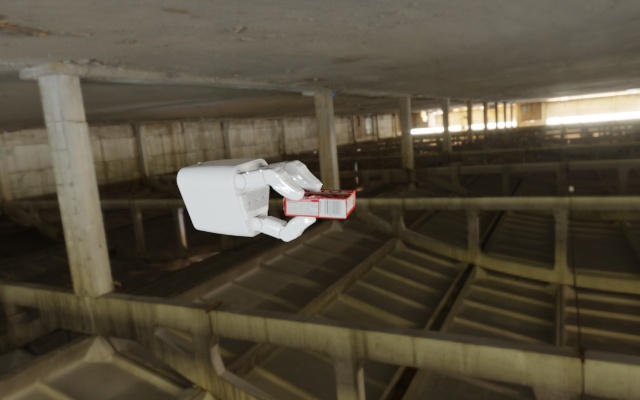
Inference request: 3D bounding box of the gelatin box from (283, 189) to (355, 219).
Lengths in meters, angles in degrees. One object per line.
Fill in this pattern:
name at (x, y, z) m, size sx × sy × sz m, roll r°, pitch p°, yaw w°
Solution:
gelatin box at (0.000, 0.003, 0.676) m, size 0.089 × 0.030 × 0.073 m, roll 3°, pitch 11°, yaw 13°
